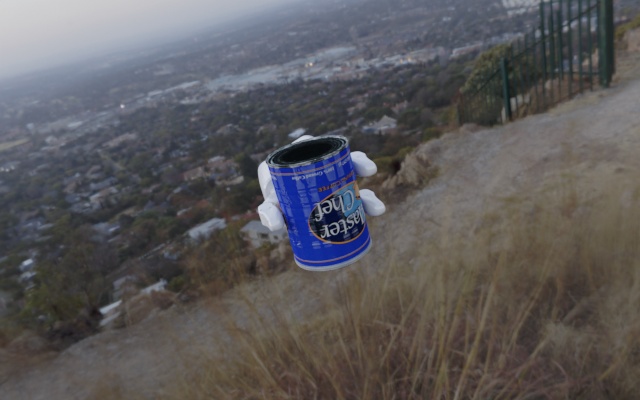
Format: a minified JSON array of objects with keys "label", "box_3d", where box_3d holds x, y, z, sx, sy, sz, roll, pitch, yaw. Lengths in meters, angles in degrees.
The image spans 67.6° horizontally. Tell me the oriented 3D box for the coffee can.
[{"label":"coffee can","box_3d":[0.000,0.002,0.594,0.103,0.140,0.102,-13,22,5]}]
